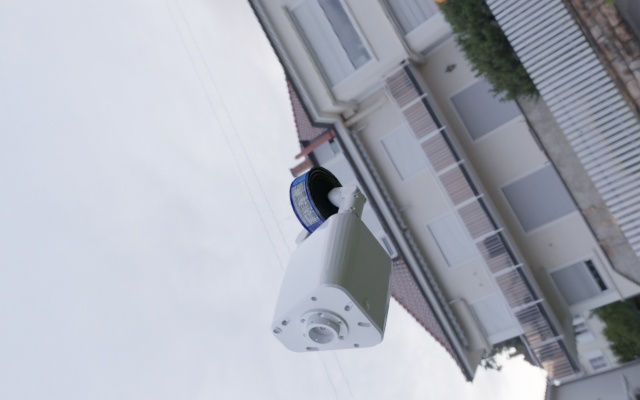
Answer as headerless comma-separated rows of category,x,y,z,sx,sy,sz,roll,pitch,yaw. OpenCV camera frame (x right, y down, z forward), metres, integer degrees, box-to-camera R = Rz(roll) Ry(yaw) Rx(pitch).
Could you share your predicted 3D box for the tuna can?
tuna can,0.000,0.002,0.603,0.034,0.086,0.086,-28,-15,30
